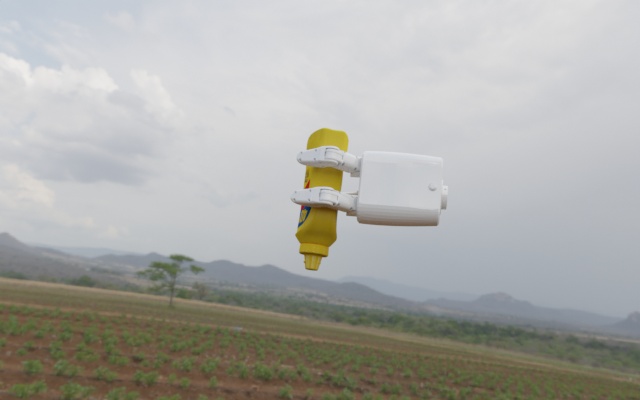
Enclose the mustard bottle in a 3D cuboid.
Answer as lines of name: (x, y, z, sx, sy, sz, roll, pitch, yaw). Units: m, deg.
mustard bottle: (0.000, 0.002, 0.671, 0.058, 0.191, 0.096, 10, -13, -11)
